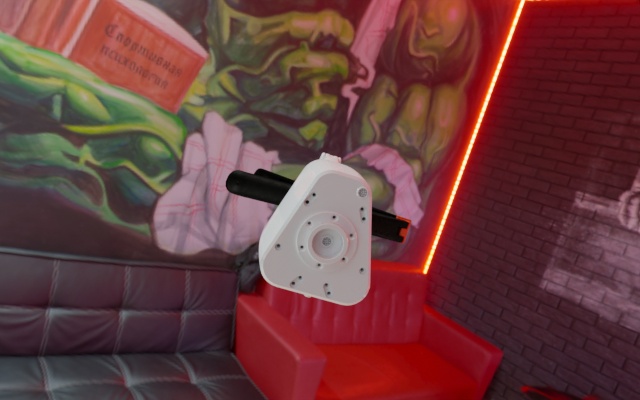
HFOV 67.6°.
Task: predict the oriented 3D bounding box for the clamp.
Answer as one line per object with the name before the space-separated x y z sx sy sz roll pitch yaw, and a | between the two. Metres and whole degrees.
clamp | 0.001 0.001 0.560 0.210 0.036 0.164 18 6 -6
